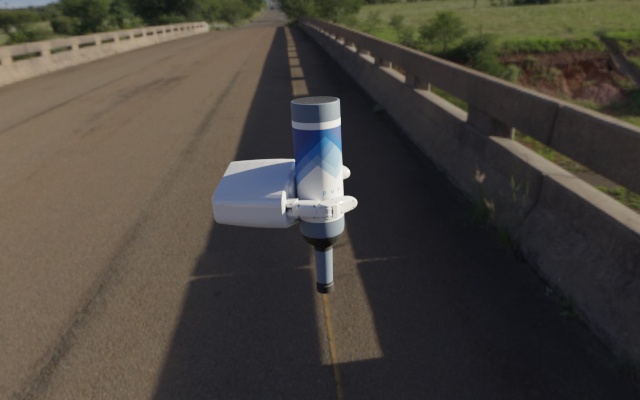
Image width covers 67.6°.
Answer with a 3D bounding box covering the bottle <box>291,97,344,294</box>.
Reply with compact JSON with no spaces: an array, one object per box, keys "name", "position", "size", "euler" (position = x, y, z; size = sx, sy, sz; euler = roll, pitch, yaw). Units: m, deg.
[{"name":"bottle","position":[0.000,0.002,0.696],"size":[0.069,0.296,0.069],"euler":[-3,21,1]}]
